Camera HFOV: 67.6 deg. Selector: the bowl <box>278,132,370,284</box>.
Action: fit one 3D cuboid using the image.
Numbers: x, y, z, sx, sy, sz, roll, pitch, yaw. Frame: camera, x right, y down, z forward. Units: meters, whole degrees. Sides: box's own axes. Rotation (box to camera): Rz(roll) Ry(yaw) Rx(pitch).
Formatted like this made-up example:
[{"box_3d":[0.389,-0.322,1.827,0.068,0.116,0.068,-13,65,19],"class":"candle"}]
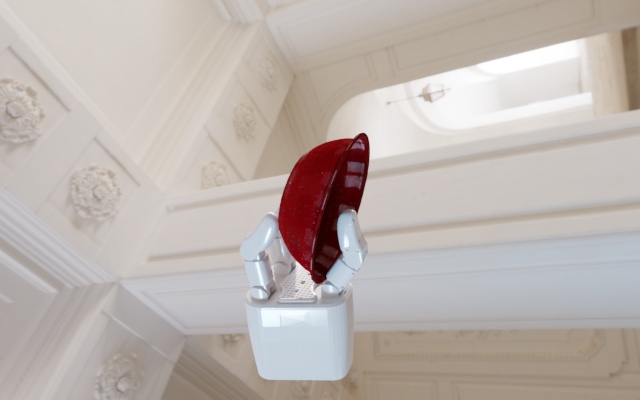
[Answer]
[{"box_3d":[0.000,0.000,0.497,0.055,0.162,0.162,18,5,15],"class":"bowl"}]
